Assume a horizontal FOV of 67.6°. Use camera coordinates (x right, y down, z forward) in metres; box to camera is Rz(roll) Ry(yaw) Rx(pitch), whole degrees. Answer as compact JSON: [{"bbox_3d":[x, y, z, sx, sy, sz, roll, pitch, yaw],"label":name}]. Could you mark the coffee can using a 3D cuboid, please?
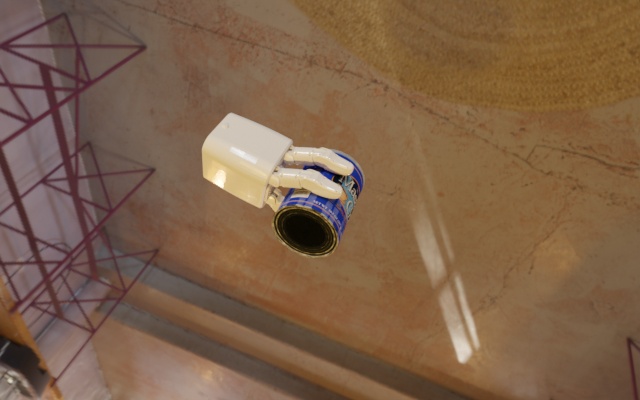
[{"bbox_3d":[0.000,0.002,0.729,0.103,0.103,0.140,0,39,25],"label":"coffee can"}]
